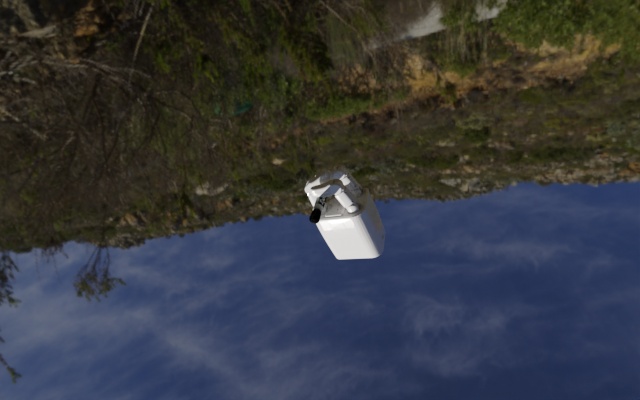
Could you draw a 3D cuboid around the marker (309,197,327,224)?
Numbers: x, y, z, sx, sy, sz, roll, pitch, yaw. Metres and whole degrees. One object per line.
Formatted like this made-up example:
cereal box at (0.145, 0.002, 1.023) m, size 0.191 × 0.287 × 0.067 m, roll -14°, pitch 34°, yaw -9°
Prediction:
marker at (0.000, 0.003, 0.862) m, size 0.020 × 0.020 × 0.121 m, roll 0°, pitch 32°, yaw 13°
